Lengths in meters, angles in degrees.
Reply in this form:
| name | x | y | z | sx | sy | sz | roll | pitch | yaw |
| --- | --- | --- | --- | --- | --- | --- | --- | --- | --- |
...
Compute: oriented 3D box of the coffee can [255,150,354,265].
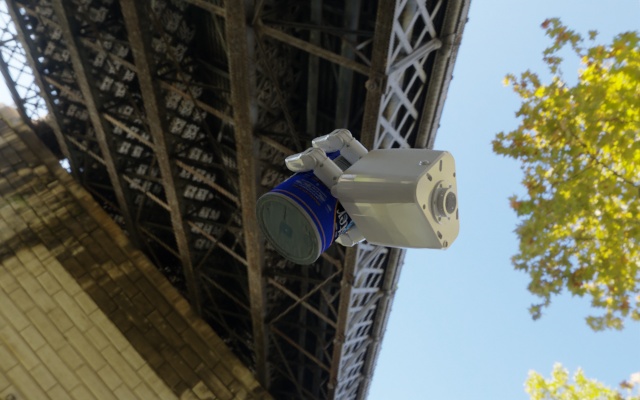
| name | x | y | z | sx | sy | sz | roll | pitch | yaw |
| --- | --- | --- | --- | --- | --- | --- | --- | --- | --- |
| coffee can | 0.000 | 0.002 | 0.624 | 0.103 | 0.103 | 0.140 | 0 | 30 | 45 |
